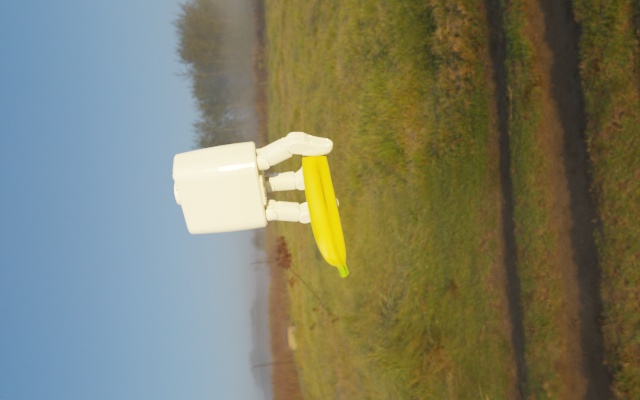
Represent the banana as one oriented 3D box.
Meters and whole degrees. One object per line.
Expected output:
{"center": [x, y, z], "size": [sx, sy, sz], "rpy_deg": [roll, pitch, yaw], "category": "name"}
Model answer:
{"center": [0.000, -0.001, 0.617], "size": [0.037, 0.197, 0.070], "rpy_deg": [-11, -18, -2], "category": "banana"}
